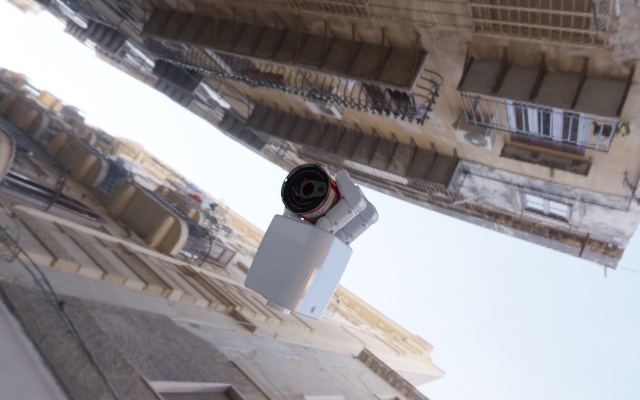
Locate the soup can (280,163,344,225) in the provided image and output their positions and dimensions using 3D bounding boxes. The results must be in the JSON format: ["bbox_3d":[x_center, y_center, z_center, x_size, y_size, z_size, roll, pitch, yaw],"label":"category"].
[{"bbox_3d":[0.000,0.002,0.637,0.068,0.068,0.102,0,-20,25],"label":"soup can"}]
